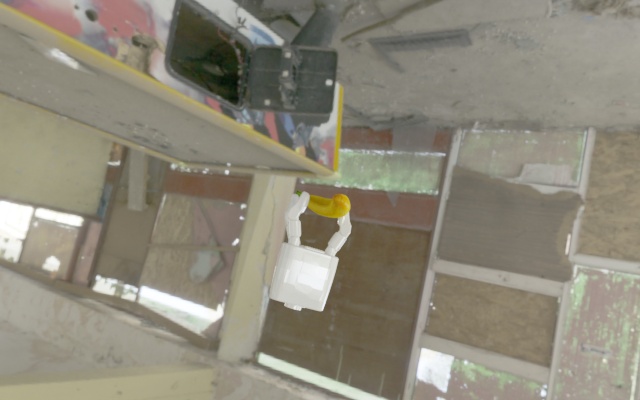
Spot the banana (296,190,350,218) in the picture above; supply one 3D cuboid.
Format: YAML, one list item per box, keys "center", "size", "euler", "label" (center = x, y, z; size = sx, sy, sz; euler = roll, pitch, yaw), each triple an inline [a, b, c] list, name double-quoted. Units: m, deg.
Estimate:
- center: [0.015, 0.009, 0.894]
  size: [0.069, 0.037, 0.198]
  euler: [22, -8, -24]
  label: "banana"
